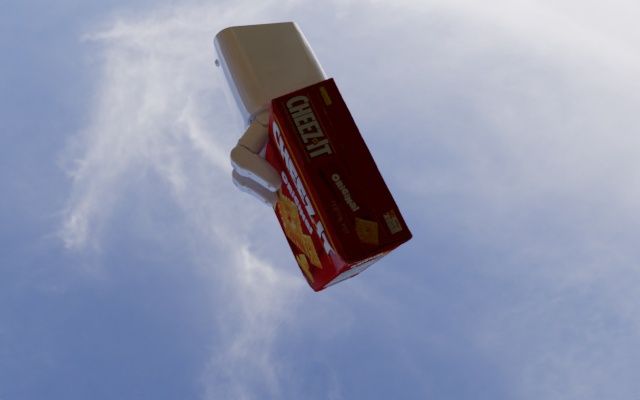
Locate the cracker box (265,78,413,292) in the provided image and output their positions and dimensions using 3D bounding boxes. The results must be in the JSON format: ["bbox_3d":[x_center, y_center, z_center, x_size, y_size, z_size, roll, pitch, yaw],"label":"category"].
[{"bbox_3d":[0.000,0.002,0.506,0.072,0.164,0.214,-22,-12,-14],"label":"cracker box"}]
